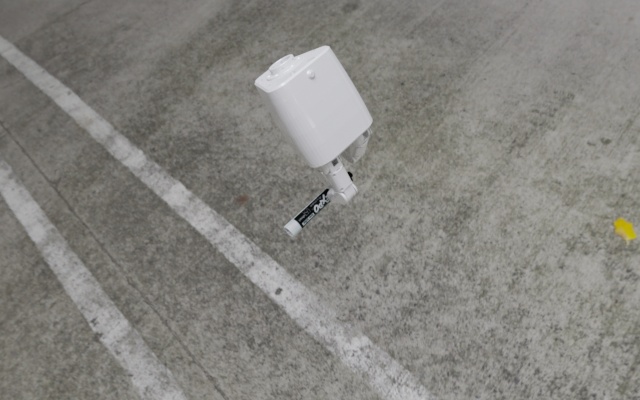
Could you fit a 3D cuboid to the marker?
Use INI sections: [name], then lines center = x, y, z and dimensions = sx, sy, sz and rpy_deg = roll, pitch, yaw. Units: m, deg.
[marker]
center = 0.000, 0.002, 0.638
dimensions = 0.121, 0.020, 0.020
rpy_deg = -43, 17, -19
